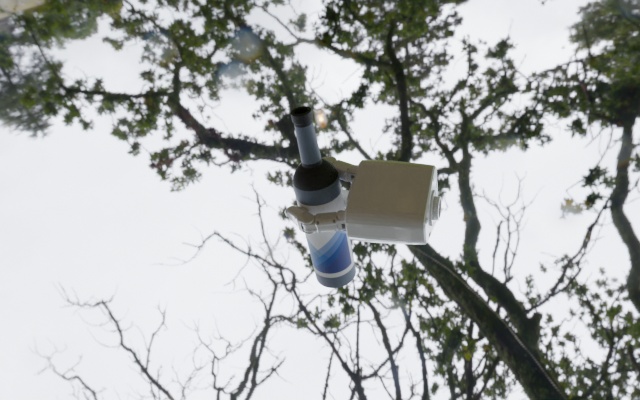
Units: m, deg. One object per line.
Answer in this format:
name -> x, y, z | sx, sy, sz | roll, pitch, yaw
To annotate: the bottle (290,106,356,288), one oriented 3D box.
bottle -> 0.000, 0.002, 0.696 | 0.069, 0.296, 0.069 | -8, 36, 6
